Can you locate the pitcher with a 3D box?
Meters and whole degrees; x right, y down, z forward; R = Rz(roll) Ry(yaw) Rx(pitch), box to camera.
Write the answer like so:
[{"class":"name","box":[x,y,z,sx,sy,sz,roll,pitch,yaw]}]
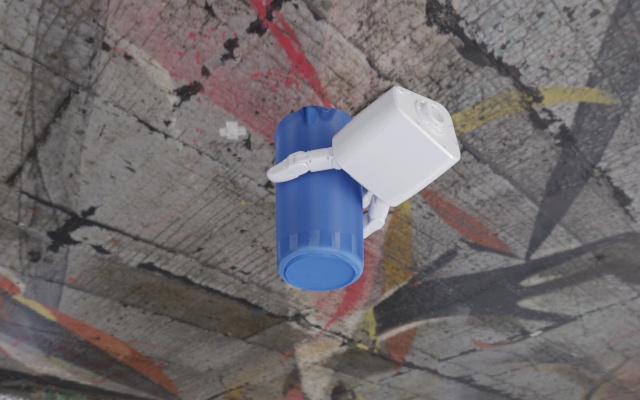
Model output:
[{"class":"pitcher","box":[0.000,0.002,0.668,0.149,0.242,0.145,26,-45,-30]}]
